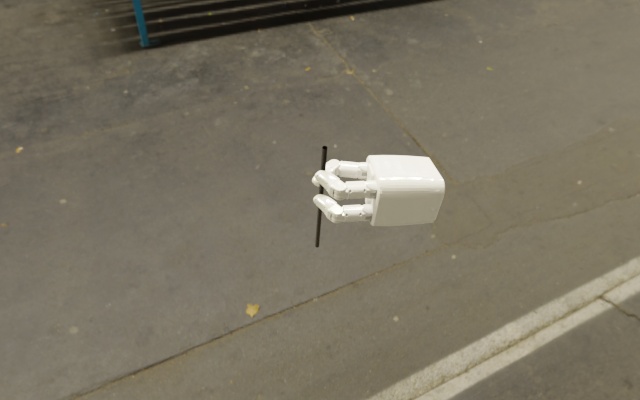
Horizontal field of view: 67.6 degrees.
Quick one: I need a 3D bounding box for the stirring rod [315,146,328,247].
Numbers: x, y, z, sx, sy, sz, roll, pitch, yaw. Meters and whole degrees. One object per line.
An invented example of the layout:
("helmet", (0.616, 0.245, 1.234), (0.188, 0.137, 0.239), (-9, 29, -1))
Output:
("stirring rod", (0.000, 0.003, 0.803), (0.011, 0.011, 0.240), (0, -43, -4))
